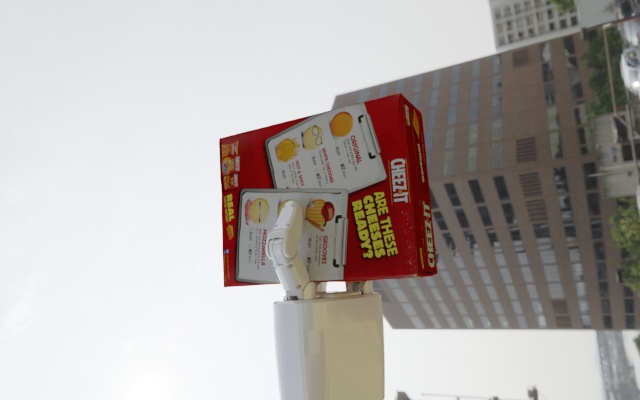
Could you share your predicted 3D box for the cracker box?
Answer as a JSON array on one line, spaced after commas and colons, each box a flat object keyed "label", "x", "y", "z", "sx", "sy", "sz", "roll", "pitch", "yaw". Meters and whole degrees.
[{"label": "cracker box", "x": 0.000, "y": 0.002, "z": 0.485, "sx": 0.214, "sy": 0.164, "sz": 0.072, "roll": -8, "pitch": -10, "yaw": 29}]
